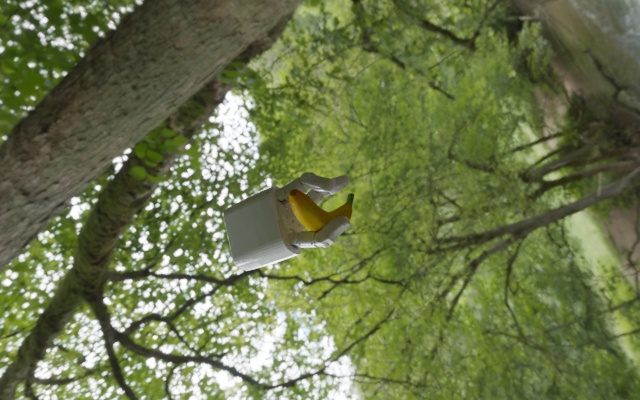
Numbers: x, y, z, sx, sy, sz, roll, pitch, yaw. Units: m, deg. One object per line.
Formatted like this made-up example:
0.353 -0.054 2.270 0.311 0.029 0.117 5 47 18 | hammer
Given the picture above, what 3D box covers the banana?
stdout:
0.004 0.021 0.759 0.037 0.069 0.198 -11 -6 27 | banana
